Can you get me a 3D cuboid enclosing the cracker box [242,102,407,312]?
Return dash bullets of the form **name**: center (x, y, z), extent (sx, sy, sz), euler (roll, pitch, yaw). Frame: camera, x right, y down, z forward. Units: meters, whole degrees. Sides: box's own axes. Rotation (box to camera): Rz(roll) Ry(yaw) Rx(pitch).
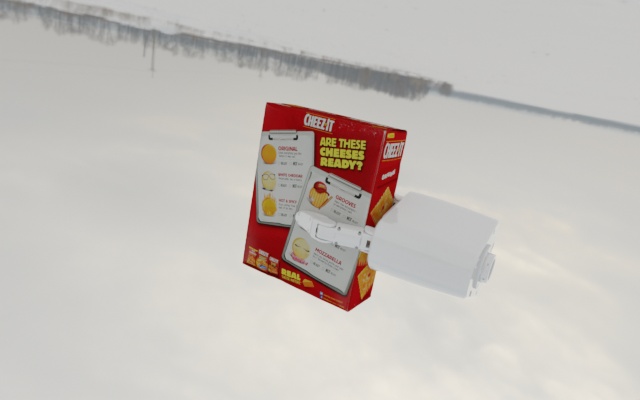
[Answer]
- **cracker box**: center (0.000, 0.002, 0.583), extent (0.164, 0.214, 0.072), euler (19, 17, 29)
